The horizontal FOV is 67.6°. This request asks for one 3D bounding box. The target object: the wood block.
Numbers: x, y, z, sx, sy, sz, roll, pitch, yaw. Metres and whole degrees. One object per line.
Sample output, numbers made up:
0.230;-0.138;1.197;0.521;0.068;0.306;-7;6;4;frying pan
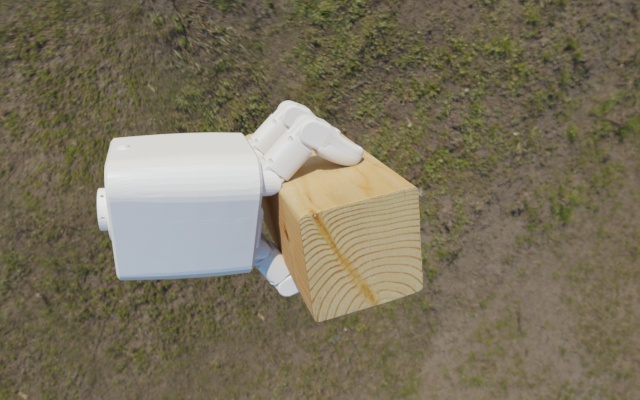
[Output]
0.000;0.002;0.426;0.090;0.091;0.206;-14;26;-13;wood block
